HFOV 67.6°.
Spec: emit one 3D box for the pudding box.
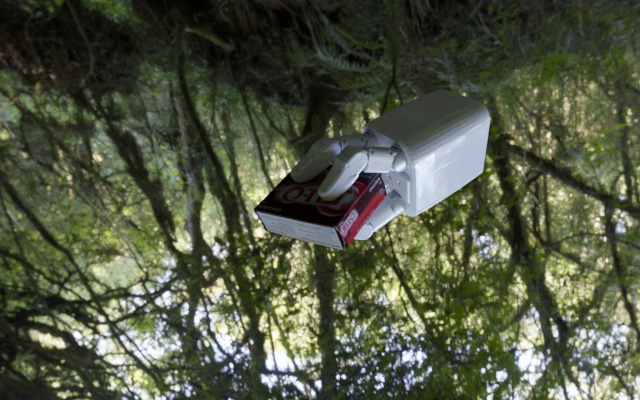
[{"bbox_3d":[0.000,0.002,0.506,0.113,0.039,0.090,8,43,39],"label":"pudding box"}]
